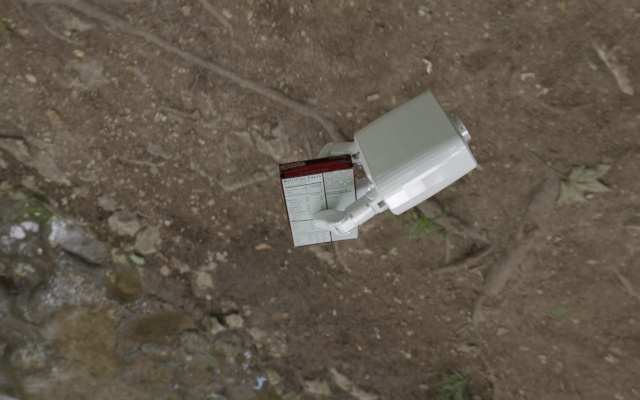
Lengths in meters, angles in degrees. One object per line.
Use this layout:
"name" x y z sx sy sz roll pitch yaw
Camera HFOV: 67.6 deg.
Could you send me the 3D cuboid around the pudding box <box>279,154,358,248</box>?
"pudding box" 0.000 0.002 0.598 0.090 0.114 0.039 -8 34 0
